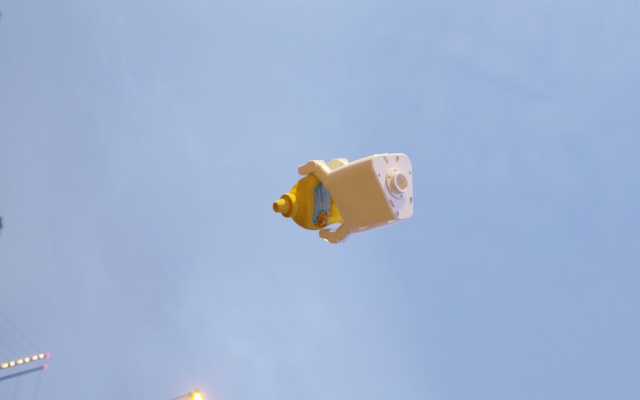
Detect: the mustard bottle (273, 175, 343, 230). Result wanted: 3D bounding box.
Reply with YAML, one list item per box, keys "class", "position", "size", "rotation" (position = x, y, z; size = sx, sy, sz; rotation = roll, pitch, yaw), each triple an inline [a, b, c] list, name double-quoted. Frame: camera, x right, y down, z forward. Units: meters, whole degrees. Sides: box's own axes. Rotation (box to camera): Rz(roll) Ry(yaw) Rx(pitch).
- class: "mustard bottle"
  position: [0.000, 0.003, 0.839]
  size: [0.191, 0.096, 0.058]
  rotation: [-7, 16, -40]
